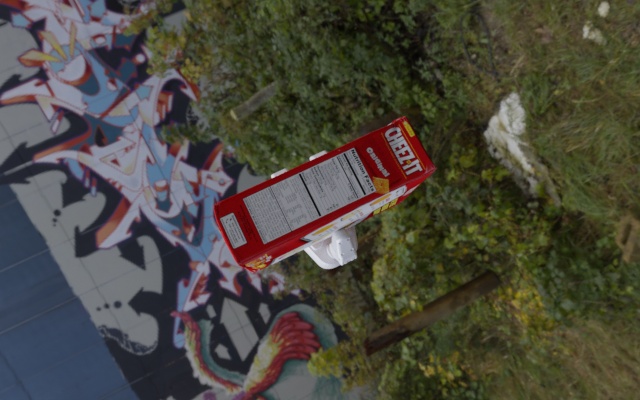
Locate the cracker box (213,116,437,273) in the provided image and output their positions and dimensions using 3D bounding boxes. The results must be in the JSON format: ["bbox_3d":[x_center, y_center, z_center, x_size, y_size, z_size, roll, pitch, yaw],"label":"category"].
[{"bbox_3d":[0.000,0.002,0.529,0.213,0.072,0.164,-26,-9,-7],"label":"cracker box"}]
